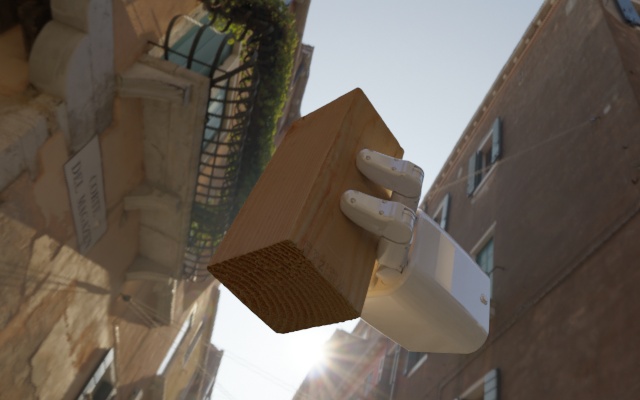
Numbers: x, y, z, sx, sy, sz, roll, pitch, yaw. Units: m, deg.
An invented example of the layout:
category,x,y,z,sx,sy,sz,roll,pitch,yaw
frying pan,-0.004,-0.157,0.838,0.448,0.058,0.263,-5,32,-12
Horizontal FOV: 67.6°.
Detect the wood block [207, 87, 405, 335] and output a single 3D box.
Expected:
category,x,y,z,sx,sy,sz,roll,pitch,yaw
wood block,0.000,0.002,0.424,0.091,0.090,0.206,-22,30,35
